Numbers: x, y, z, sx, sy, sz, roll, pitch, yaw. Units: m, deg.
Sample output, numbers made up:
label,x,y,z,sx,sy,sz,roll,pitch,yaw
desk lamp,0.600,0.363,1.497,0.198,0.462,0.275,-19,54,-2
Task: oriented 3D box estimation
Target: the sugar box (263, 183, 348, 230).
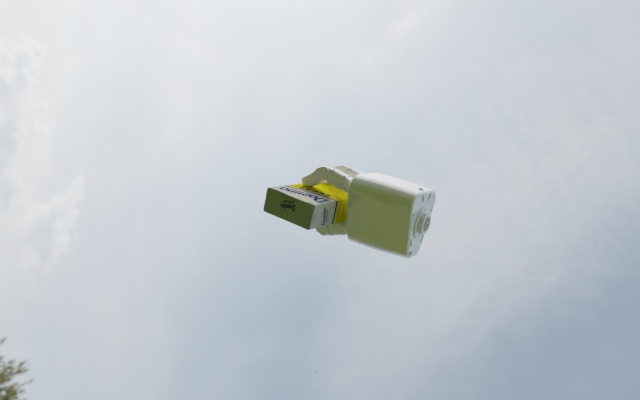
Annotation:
label,x,y,z,sx,sy,sz,roll,pitch,yaw
sugar box,0.000,0.002,0.777,0.093,0.048,0.176,21,15,30
